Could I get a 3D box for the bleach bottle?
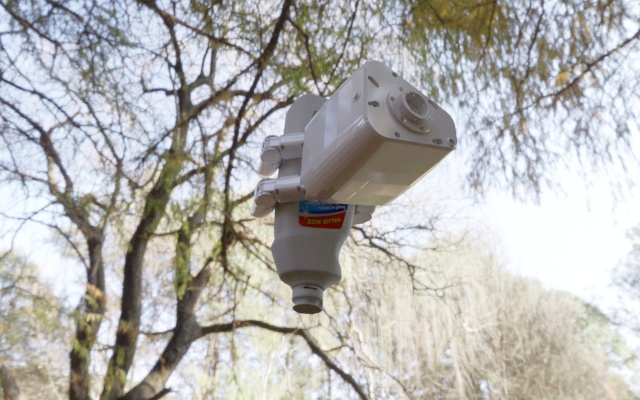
[{"bbox_3d":[0.000,0.002,0.526,0.102,0.250,0.068,20,-37,-24],"label":"bleach bottle"}]
